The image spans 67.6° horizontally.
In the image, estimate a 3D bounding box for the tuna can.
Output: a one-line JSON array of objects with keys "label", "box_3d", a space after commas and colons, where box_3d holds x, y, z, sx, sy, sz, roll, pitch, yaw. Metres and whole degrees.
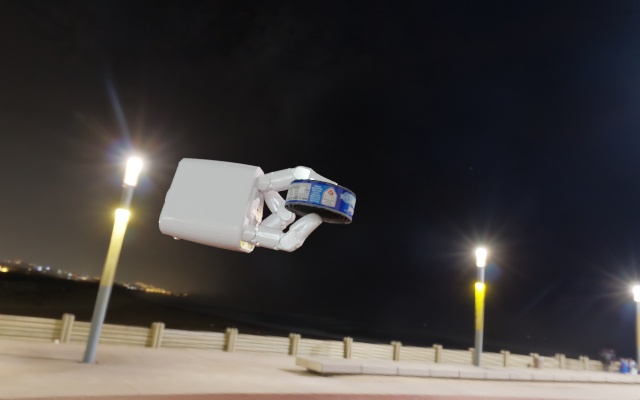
[{"label": "tuna can", "box_3d": [0.000, 0.001, 0.593, 0.086, 0.033, 0.086, 12, -12, 3]}]
